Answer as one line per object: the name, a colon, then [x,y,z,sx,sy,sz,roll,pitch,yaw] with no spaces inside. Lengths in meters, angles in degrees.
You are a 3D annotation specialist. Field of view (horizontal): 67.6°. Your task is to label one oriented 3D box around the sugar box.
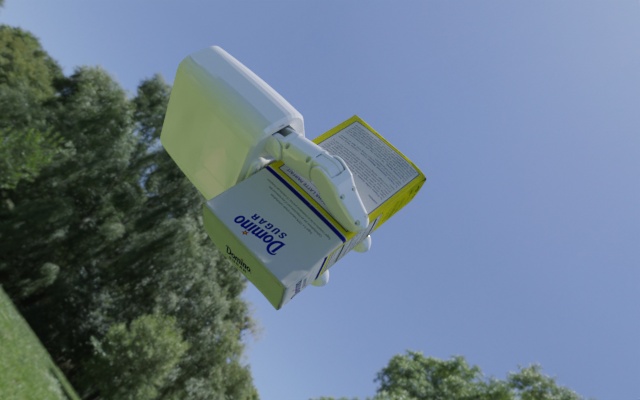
sugar box: [0.000,0.001,0.401,0.176,0.093,0.048,-35,-21,-31]
